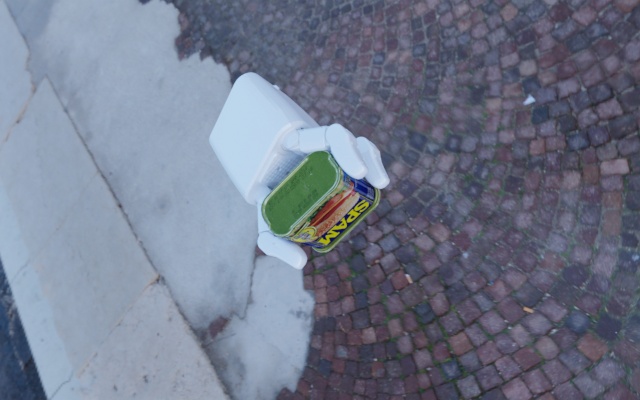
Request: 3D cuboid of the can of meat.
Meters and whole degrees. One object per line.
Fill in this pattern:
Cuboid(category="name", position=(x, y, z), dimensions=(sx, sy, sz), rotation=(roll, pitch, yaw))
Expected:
Cuboid(category="can of meat", position=(0.000, 0.002, 0.499), dimensions=(0.102, 0.057, 0.084), rotation=(-44, -32, 14))
